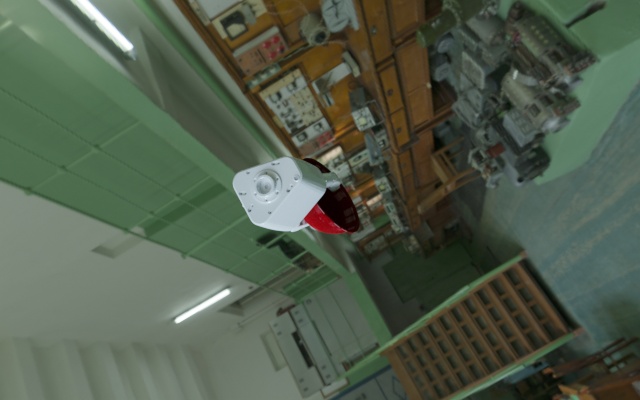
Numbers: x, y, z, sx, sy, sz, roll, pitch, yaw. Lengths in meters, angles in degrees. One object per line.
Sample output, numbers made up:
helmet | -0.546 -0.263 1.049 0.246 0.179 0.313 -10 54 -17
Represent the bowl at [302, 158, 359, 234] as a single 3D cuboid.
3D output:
bowl | 0.001 0.003 0.868 0.055 0.162 0.162 -37 -16 22
